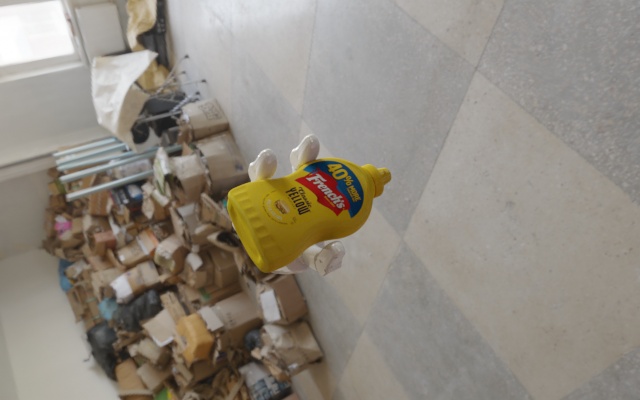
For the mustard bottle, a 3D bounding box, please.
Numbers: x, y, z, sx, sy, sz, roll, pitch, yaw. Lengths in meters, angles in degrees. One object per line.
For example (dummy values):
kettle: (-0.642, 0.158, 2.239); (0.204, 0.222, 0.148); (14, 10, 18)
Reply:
mustard bottle: (0.000, 0.002, 0.538); (0.191, 0.096, 0.058); (-22, -25, -25)
